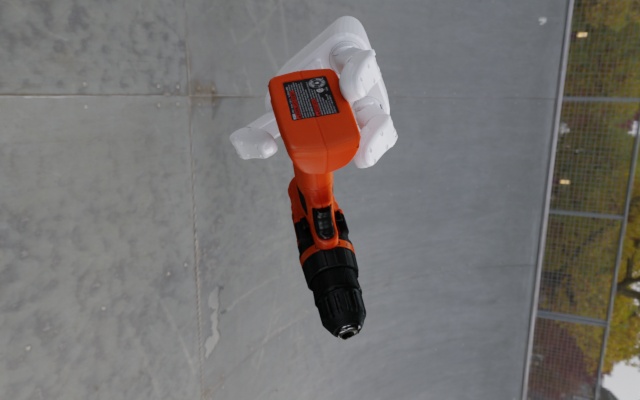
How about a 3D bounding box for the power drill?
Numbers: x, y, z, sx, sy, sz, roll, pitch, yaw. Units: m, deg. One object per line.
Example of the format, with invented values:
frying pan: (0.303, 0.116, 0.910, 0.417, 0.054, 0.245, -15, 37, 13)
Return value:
power drill: (0.000, 0.001, 0.407, 0.057, 0.184, 0.188, -11, -41, -8)
